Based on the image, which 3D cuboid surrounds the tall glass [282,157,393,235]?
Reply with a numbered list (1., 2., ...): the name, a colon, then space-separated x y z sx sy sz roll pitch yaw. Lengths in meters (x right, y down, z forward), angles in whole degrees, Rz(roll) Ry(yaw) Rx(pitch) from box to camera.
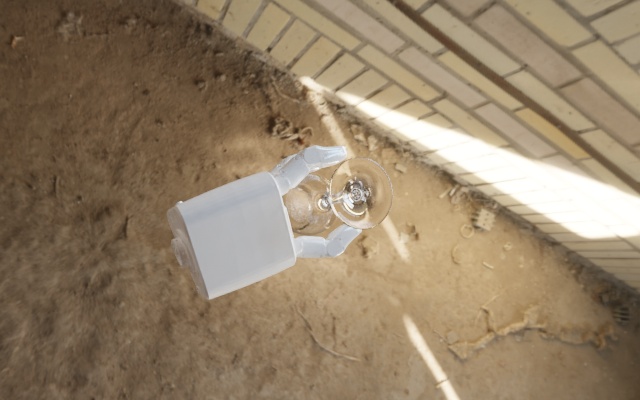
1. tall glass: 0.001 0.002 0.573 0.079 0.079 0.201 0 -5 -25
